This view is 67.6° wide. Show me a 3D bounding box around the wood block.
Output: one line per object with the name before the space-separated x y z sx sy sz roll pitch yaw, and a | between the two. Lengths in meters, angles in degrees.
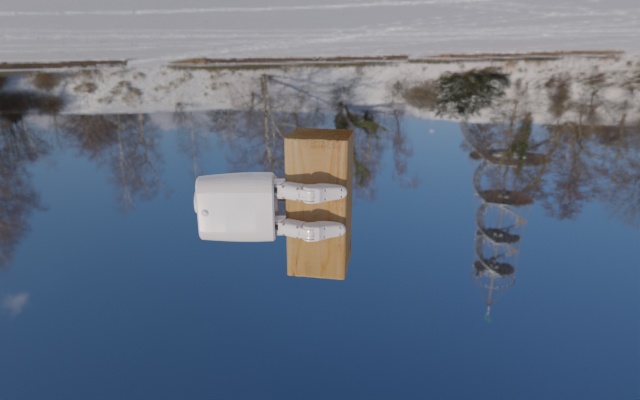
wood block | 0.000 0.002 0.711 0.090 0.206 0.090 3 19 8
